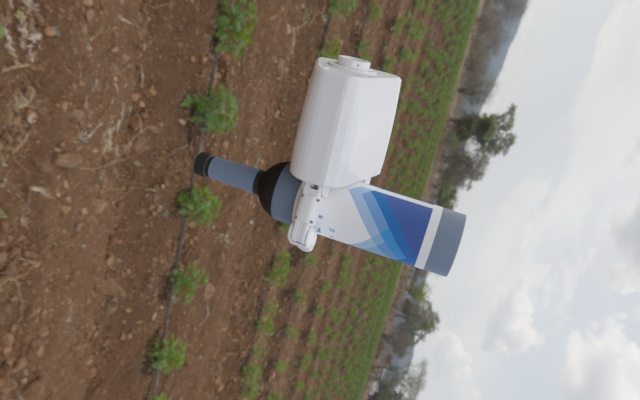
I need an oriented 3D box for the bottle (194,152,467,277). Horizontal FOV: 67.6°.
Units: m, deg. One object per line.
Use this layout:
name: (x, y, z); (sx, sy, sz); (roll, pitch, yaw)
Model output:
bottle: (0.000, 0.002, 0.512); (0.295, 0.069, 0.069); (18, 4, 12)
